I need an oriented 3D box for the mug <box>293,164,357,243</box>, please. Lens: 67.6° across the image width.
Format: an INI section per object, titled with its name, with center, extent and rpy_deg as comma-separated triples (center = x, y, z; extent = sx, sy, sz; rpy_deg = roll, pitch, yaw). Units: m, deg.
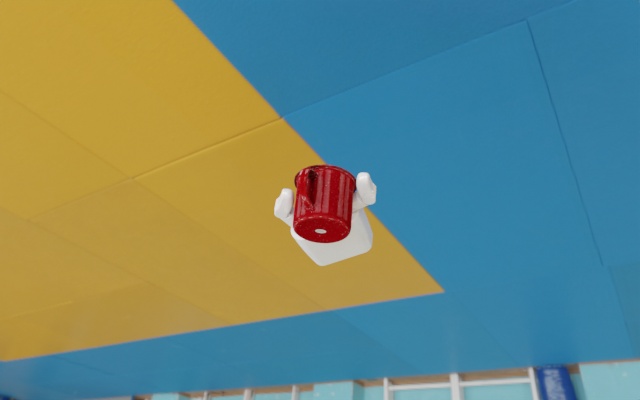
[mug]
center = 0.000, 0.002, 0.668
extent = 0.093, 0.081, 0.117
rpy_deg = -8, -35, 20
